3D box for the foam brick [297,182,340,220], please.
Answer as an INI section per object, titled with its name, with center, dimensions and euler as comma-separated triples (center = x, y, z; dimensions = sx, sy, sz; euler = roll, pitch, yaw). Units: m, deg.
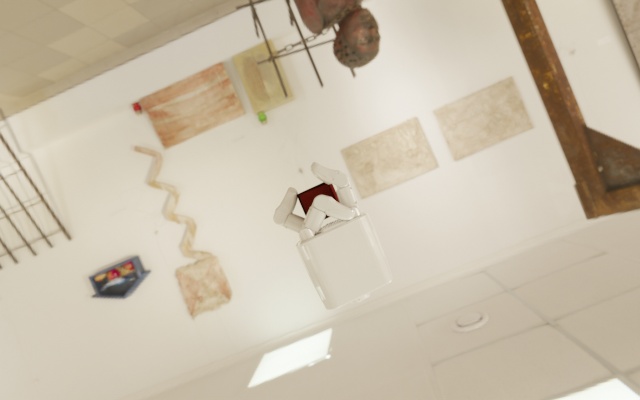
[foam brick]
center = 0.000, 0.002, 0.738
dimensions = 0.053, 0.051, 0.078
euler = -24, 1, 6
